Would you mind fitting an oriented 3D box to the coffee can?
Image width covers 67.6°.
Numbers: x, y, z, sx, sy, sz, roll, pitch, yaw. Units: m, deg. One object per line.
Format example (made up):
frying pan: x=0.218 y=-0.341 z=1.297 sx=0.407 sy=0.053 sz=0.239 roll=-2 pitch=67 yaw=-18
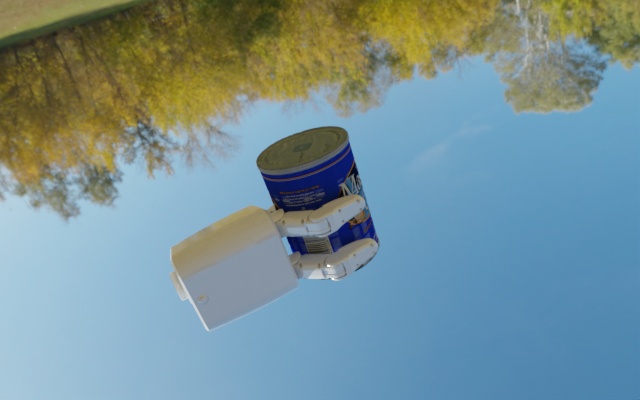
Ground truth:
coffee can: x=0.000 y=0.002 z=0.536 sx=0.103 sy=0.140 sz=0.102 roll=-15 pitch=26 yaw=8
